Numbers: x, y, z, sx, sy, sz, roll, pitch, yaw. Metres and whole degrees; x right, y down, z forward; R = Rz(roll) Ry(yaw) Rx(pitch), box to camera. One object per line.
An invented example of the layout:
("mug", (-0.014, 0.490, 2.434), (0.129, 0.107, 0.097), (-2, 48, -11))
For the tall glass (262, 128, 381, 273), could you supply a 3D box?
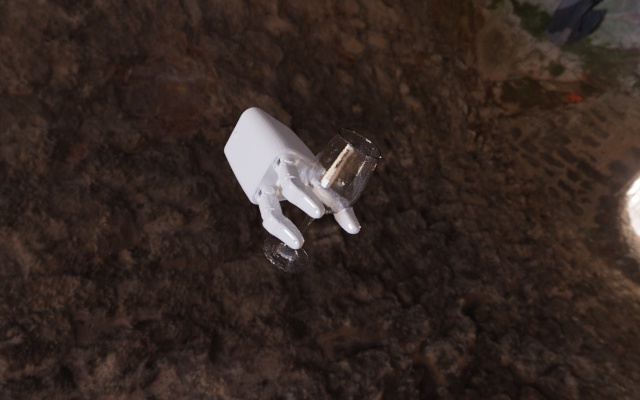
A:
("tall glass", (0.000, 0.003, 0.634), (0.079, 0.201, 0.079), (26, 28, -15))
